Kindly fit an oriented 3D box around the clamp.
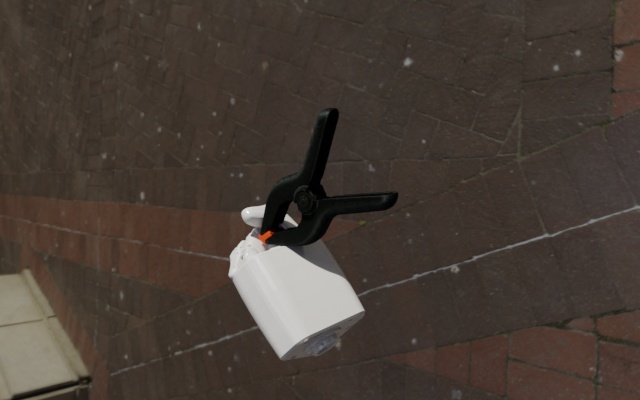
[{"bbox_3d":[0.000,0.002,0.509,0.039,0.120,0.171,-9,-36,-52],"label":"clamp"}]
